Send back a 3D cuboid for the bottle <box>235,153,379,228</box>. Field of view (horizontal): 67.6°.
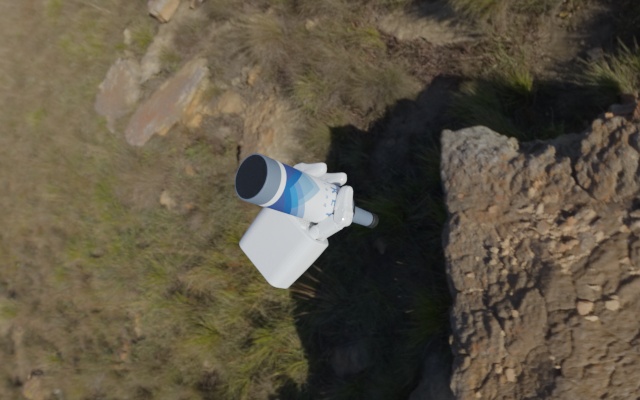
[{"bbox_3d":[0.000,0.002,0.746,0.069,0.069,0.296,0,-13,40],"label":"bottle"}]
